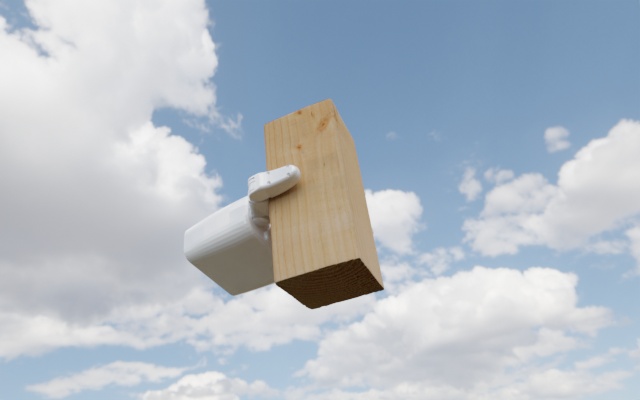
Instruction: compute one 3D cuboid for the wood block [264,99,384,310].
[{"bbox_3d":[0.000,0.002,0.534,0.090,0.206,0.091,-19,-34,15],"label":"wood block"}]
